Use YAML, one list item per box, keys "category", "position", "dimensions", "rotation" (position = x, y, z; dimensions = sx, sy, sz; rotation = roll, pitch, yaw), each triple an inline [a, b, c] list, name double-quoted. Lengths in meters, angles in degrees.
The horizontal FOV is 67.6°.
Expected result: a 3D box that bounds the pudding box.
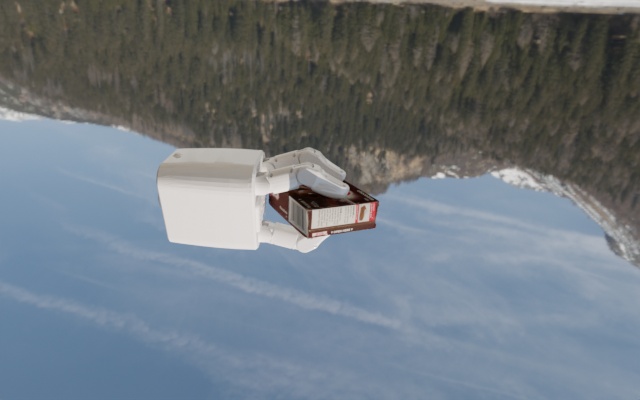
- category: "pudding box"
  position: [0.000, 0.002, 0.556]
  dimensions: [0.090, 0.039, 0.113]
  rotation: [-8, 25, -26]
